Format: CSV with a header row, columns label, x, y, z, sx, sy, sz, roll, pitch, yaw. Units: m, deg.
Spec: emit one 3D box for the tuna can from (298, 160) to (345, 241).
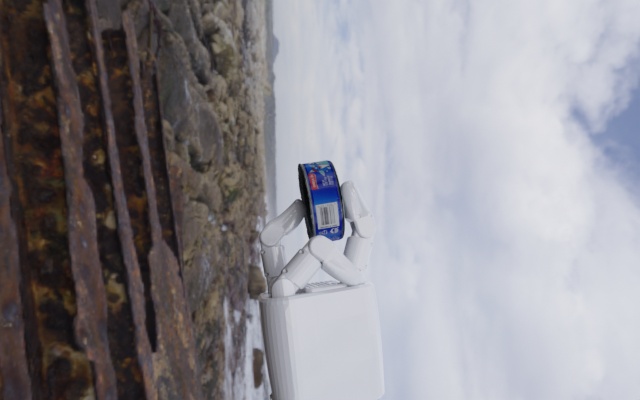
label,x,y,z,sx,sy,sz,roll,pitch,yaw
tuna can,0.001,0.001,0.496,0.034,0.086,0.086,-9,1,-7
